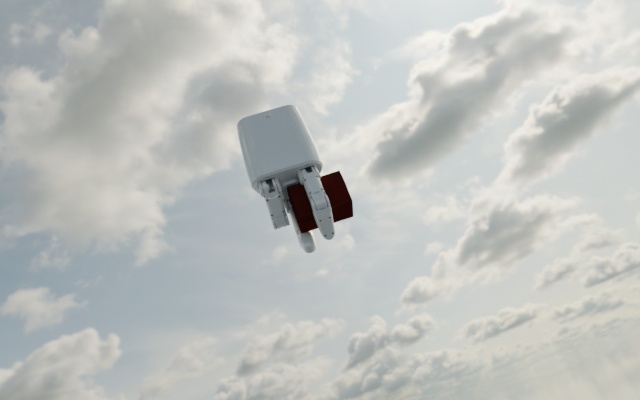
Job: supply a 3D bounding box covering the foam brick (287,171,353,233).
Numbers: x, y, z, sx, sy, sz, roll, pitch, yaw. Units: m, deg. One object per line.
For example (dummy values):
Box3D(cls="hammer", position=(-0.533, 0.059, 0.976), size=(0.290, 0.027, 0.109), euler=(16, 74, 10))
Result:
Box3D(cls="foam brick", position=(0.000, 0.002, 0.651), size=(0.078, 0.051, 0.053), euler=(-18, -27, -6))
